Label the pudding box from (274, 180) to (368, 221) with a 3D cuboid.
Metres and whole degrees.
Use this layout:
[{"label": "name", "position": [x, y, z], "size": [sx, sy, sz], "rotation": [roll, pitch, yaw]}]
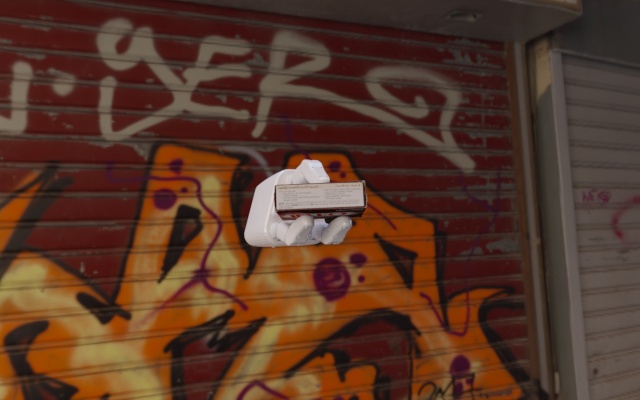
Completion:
[{"label": "pudding box", "position": [0.000, 0.002, 0.612], "size": [0.113, 0.039, 0.090], "rotation": [-4, -8, 0]}]
